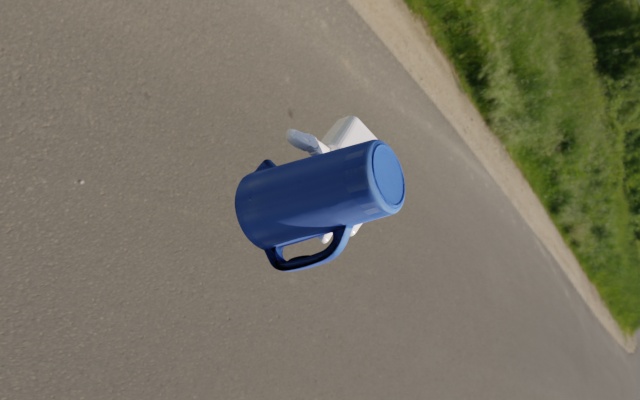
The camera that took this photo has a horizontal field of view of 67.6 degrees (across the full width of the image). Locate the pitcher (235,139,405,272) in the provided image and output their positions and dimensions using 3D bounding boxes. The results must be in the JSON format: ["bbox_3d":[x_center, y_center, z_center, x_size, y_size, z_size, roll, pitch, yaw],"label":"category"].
[{"bbox_3d":[0.000,0.002,0.720,0.243,0.149,0.145,-15,28,34],"label":"pitcher"}]
